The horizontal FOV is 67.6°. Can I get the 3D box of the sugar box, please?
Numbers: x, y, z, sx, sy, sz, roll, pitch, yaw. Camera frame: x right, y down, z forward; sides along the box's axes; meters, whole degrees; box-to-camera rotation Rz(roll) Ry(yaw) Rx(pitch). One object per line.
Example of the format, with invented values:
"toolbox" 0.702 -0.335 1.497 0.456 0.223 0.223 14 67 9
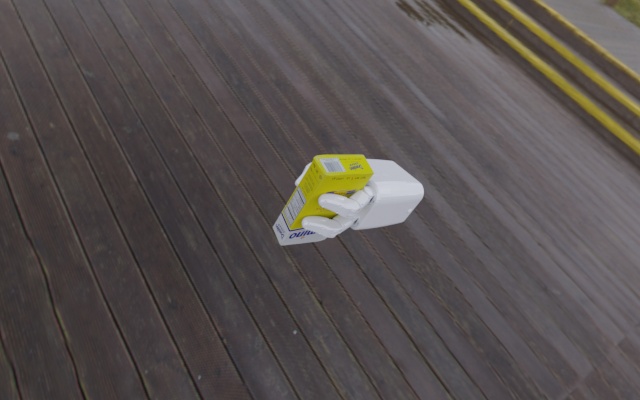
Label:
"sugar box" 0.000 0.003 0.750 0.093 0.048 0.176 -4 -39 -34
